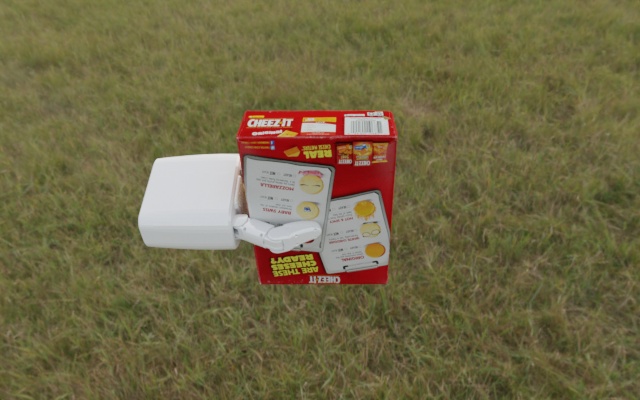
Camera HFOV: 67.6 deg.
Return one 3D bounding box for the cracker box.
[{"bbox_3d":[0.000,0.002,0.560,0.164,0.214,0.072,0,38,3],"label":"cracker box"}]
